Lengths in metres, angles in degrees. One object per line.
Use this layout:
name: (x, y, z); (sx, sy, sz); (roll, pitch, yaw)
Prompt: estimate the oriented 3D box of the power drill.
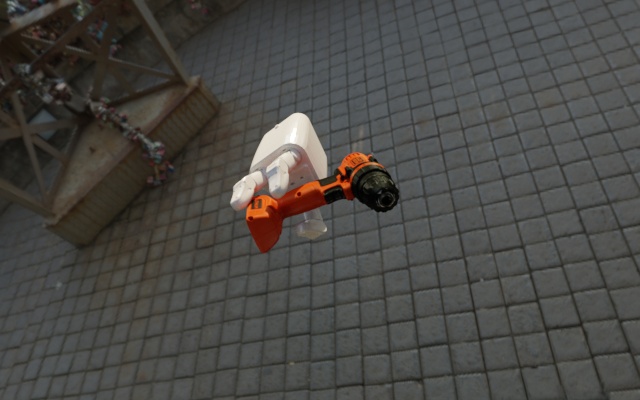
power drill: (0.000, 0.002, 0.616); (0.187, 0.057, 0.184); (-22, 16, -1)
